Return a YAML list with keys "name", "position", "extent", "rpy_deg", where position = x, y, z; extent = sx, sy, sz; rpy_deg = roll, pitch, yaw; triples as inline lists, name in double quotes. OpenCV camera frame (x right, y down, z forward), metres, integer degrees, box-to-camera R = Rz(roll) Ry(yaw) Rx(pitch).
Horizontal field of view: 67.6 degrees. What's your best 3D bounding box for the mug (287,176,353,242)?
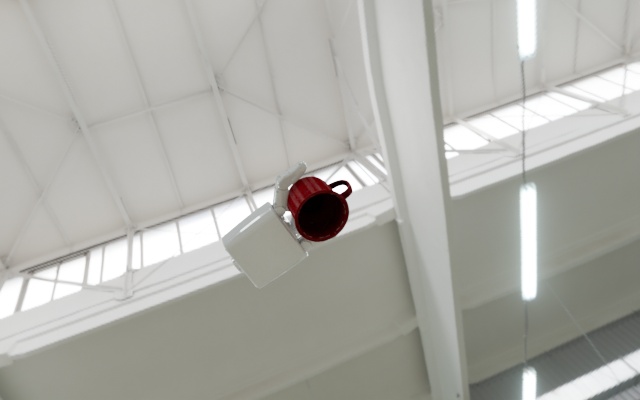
- name: "mug"
  position: [0.001, 0.002, 0.800]
  extent: [0.117, 0.093, 0.081]
  rpy_deg: [-37, 31, -1]
